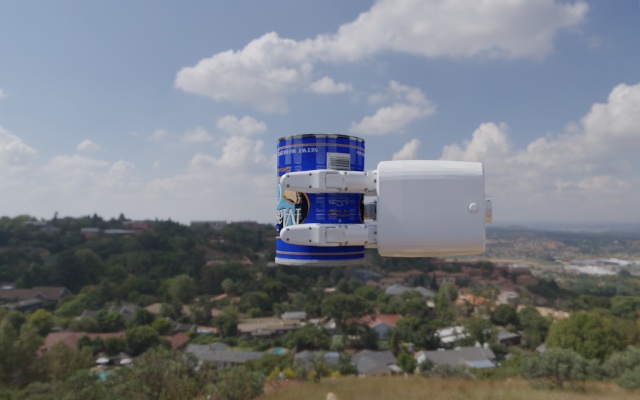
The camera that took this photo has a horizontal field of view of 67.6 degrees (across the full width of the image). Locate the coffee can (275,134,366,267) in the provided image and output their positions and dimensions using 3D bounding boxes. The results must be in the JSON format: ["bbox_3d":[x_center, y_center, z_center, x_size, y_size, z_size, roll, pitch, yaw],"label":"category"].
[{"bbox_3d":[0.000,0.002,0.548,0.103,0.140,0.103,0,-3,0],"label":"coffee can"}]
